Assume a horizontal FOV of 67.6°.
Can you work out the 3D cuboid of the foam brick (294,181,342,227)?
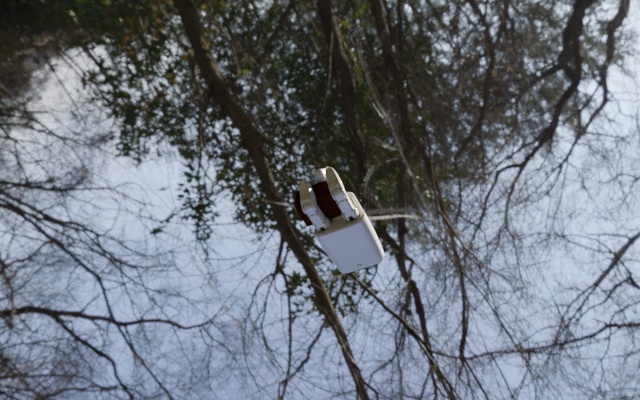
[{"bbox_3d":[0.000,0.003,0.854,0.078,0.051,0.053,-20,30,18],"label":"foam brick"}]
